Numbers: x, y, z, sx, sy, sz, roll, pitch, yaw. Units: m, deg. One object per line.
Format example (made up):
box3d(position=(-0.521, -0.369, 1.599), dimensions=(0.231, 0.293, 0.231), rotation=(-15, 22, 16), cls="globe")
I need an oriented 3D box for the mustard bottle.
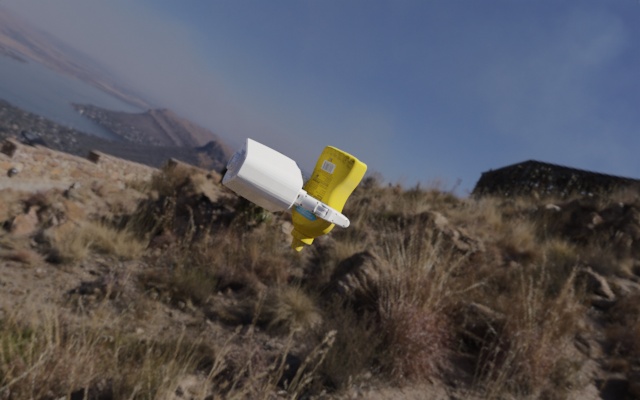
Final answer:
box3d(position=(0.001, 0.003, 0.845), dimensions=(0.058, 0.191, 0.096), rotation=(27, 3, -44), cls="mustard bottle")
